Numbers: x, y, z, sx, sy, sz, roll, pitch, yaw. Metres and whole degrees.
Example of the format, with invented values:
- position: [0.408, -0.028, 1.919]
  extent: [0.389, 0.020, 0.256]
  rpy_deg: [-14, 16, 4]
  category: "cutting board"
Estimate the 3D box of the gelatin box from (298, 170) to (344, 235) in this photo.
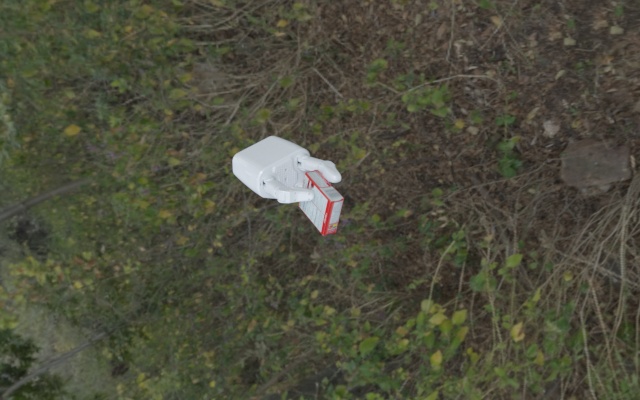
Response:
- position: [0.000, 0.003, 0.804]
  extent: [0.030, 0.073, 0.089]
  rpy_deg: [-12, 42, -30]
  category: "gelatin box"
